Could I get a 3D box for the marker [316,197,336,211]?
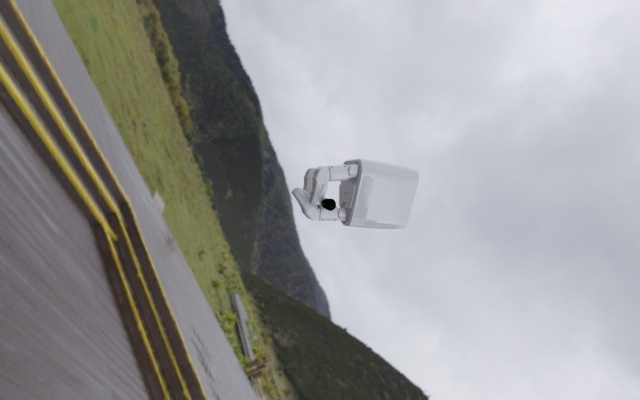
[{"bbox_3d":[0.000,0.002,0.772,0.020,0.020,0.121,0,4,-16],"label":"marker"}]
